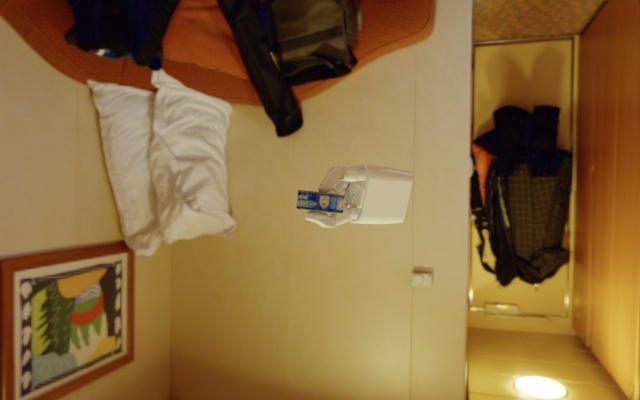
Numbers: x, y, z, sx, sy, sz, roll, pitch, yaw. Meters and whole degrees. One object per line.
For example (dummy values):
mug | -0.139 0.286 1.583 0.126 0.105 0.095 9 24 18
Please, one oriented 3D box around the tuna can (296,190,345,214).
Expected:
tuna can | 0.000 0.003 0.852 0.086 0.034 0.086 6 -1 0
